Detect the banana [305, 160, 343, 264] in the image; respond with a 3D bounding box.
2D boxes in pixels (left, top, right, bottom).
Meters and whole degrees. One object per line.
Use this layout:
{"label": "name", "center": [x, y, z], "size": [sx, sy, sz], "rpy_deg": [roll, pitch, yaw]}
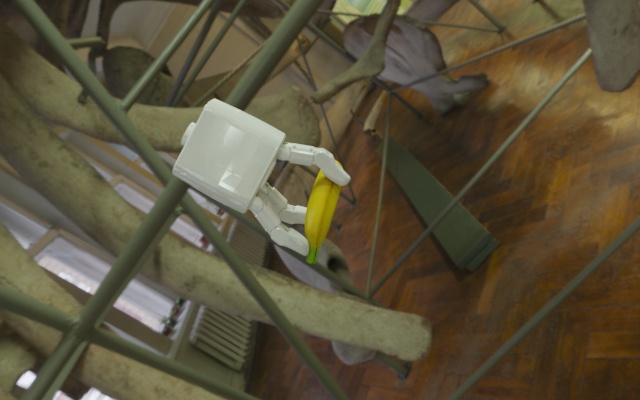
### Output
{"label": "banana", "center": [0.005, -0.008, 0.662], "size": [0.037, 0.070, 0.197], "rpy_deg": [21, 44, -3]}
